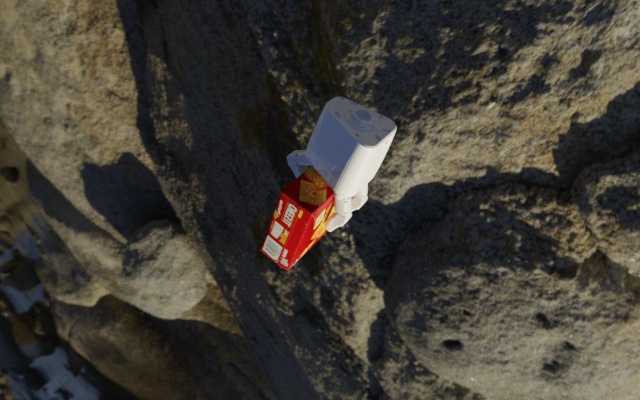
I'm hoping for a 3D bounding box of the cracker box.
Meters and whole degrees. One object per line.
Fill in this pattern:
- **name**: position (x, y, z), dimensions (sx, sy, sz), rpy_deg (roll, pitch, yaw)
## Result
- **cracker box**: position (0.000, 0.003, 0.841), dimensions (0.072, 0.164, 0.213), rpy_deg (37, 47, 13)
